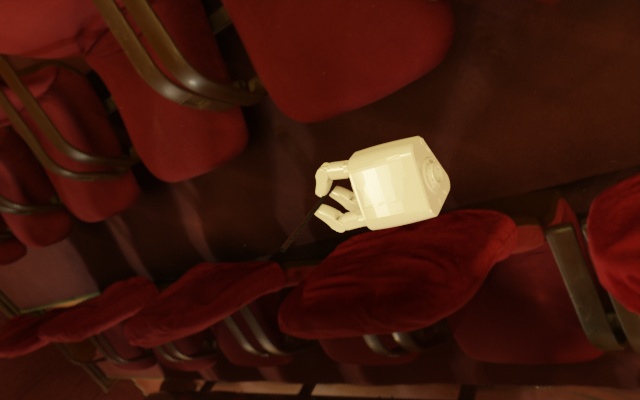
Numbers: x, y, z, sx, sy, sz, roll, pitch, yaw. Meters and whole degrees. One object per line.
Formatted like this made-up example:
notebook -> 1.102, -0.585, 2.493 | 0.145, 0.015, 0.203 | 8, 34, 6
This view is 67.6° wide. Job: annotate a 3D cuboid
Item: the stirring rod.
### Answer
stirring rod -> 0.000, 0.002, 0.746 | 0.011, 0.011, 0.239 | 0, 34, 32
